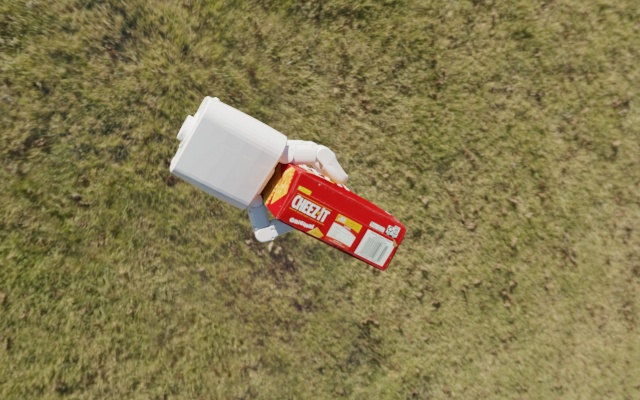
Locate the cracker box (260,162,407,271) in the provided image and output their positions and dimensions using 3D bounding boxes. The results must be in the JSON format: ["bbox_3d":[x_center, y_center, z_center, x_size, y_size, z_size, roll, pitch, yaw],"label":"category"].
[{"bbox_3d":[0.000,0.002,0.664,0.164,0.072,0.213,27,5,-21],"label":"cracker box"}]
